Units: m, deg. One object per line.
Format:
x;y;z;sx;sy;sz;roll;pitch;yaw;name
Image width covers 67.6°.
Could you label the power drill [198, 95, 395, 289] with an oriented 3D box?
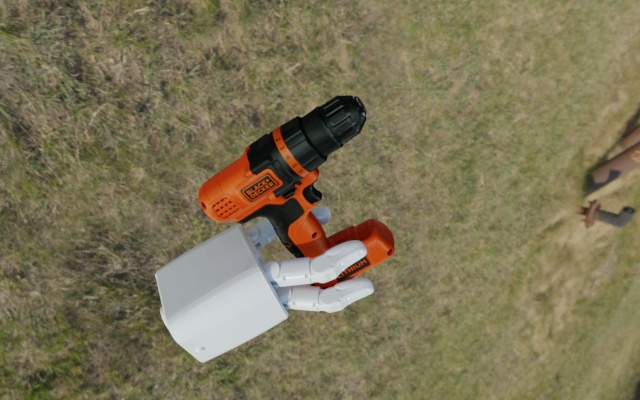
0.000;0.002;0.491;0.184;0.188;0.057;-30;34;17;power drill
